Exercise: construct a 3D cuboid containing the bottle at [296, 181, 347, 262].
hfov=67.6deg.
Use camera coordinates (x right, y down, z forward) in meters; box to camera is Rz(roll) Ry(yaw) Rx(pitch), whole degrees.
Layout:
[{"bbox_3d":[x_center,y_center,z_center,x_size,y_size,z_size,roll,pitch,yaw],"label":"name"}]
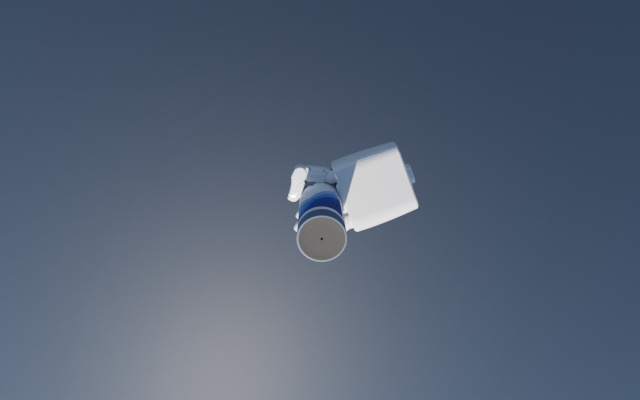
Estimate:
[{"bbox_3d":[0.000,0.003,0.760,0.069,0.069,0.295,0,19,-1],"label":"bottle"}]
